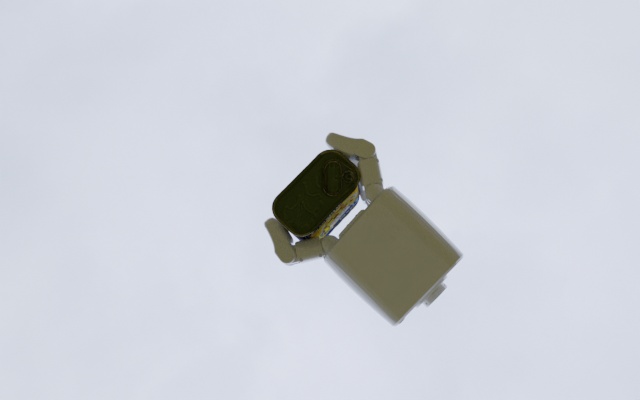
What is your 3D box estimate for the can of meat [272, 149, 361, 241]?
[{"bbox_3d":[0.000,0.002,0.553,0.057,0.102,0.084,42,-7,16],"label":"can of meat"}]
